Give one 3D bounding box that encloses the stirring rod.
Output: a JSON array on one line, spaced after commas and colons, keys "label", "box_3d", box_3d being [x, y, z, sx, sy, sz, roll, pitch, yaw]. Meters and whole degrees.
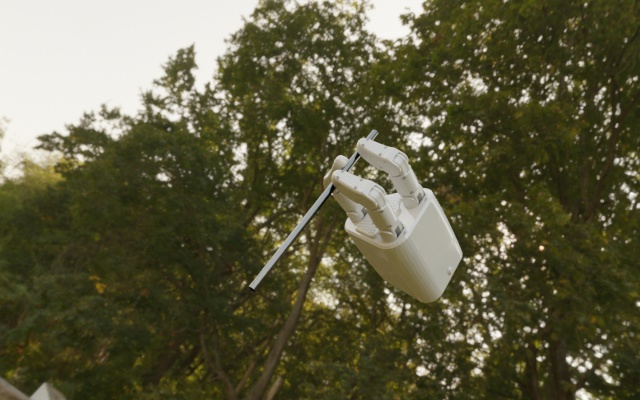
[{"label": "stirring rod", "box_3d": [0.000, 0.002, 0.512, 0.011, 0.011, 0.239, 0, 44, 49]}]
